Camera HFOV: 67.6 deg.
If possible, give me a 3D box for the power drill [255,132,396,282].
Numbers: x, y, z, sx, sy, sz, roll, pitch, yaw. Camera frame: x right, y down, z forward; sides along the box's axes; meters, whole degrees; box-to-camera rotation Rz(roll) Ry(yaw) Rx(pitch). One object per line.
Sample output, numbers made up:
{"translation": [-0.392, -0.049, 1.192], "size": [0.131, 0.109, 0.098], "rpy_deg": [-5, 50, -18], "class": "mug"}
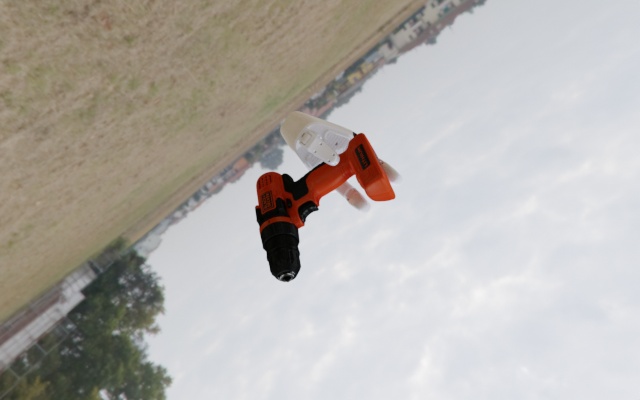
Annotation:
{"translation": [0.000, 0.002, 0.637], "size": [0.187, 0.184, 0.057], "rpy_deg": [-26, -43, 11], "class": "power drill"}
